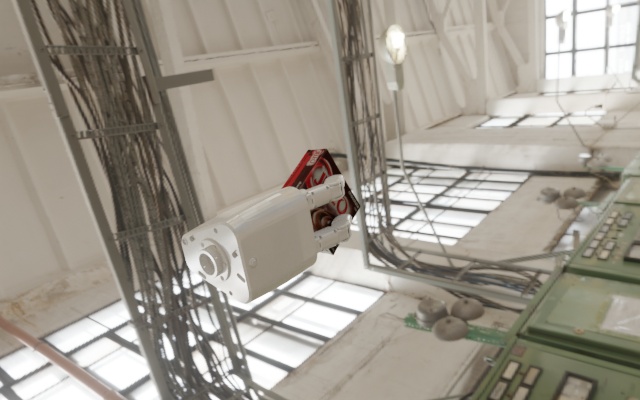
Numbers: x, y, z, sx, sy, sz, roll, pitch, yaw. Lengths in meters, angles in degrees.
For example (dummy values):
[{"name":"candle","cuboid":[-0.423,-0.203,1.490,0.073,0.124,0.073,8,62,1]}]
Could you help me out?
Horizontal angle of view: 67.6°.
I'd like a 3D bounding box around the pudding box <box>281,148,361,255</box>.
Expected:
[{"name":"pudding box","cuboid":[0.000,0.002,0.627,0.039,0.090,0.114,5,-40,38]}]
